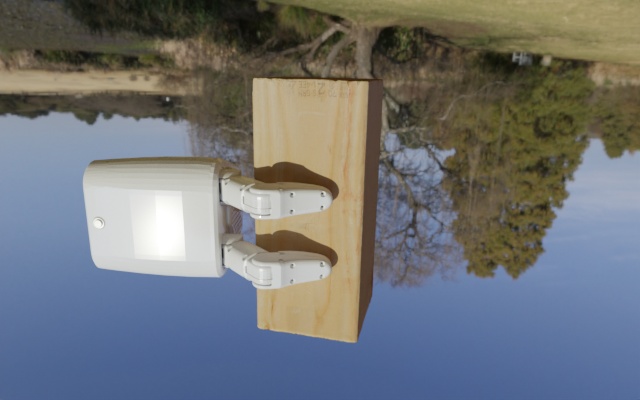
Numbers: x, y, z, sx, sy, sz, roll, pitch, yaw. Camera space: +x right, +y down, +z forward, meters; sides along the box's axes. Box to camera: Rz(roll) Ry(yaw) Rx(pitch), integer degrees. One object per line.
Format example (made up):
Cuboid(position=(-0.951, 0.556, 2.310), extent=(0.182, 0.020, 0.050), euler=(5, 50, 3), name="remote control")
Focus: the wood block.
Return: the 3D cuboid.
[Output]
Cuboid(position=(0.000, 0.001, 0.409), extent=(0.090, 0.206, 0.090), euler=(5, 16, 12), name="wood block")
